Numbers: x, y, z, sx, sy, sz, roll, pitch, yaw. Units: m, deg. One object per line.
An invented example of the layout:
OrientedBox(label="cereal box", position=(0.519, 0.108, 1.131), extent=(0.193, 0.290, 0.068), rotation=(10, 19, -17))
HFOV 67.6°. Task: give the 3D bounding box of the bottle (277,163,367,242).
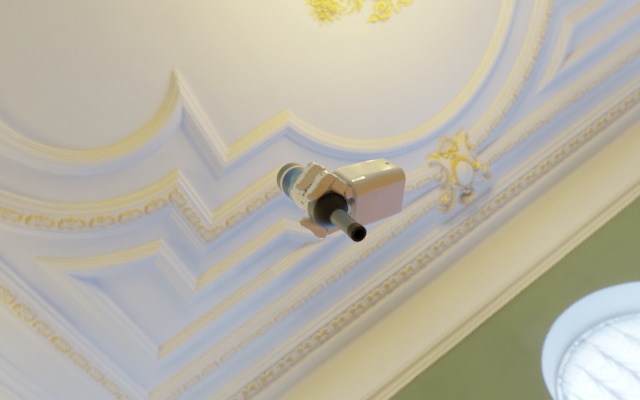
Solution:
OrientedBox(label="bottle", position=(0.000, 0.003, 0.858), extent=(0.069, 0.069, 0.295), rotation=(0, 20, -25))
